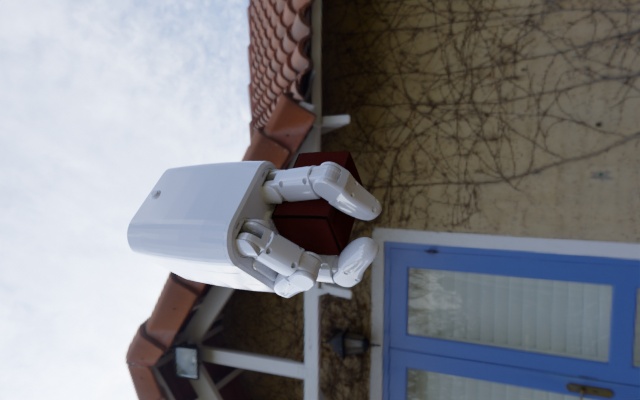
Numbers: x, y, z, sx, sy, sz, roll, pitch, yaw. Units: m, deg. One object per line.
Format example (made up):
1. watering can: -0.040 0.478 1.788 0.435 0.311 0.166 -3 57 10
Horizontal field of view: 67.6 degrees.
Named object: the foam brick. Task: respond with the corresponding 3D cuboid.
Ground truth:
1. foam brick: 0.000 0.001 0.417 0.051 0.078 0.053 0 -43 24
